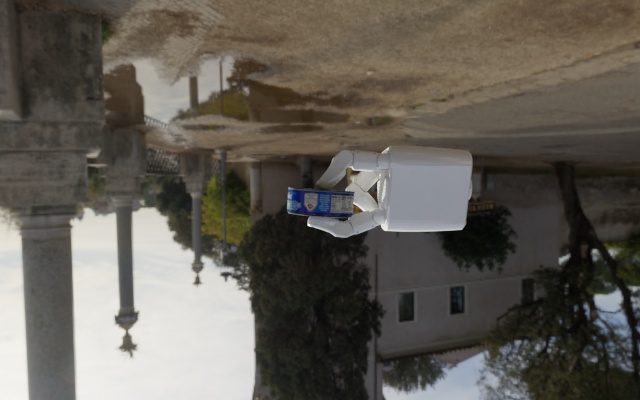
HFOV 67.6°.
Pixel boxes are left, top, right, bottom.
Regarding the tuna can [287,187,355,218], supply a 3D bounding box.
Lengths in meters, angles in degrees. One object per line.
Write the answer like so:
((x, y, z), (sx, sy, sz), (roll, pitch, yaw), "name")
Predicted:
((0.000, 0.003, 0.611), (0.086, 0.034, 0.086), (4, 2, 0), "tuna can")
